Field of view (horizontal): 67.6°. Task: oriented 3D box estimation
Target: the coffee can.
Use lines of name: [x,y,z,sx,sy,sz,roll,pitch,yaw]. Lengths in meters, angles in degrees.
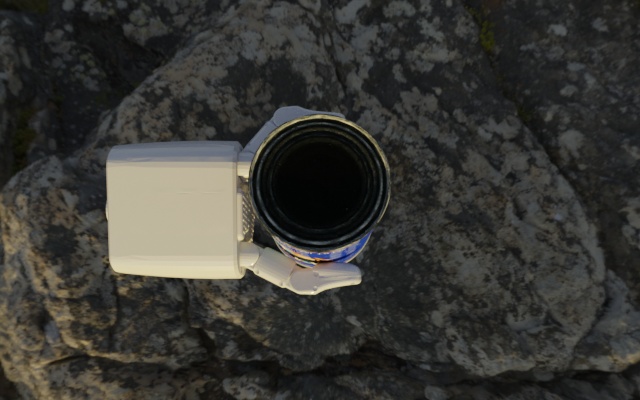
coffee can: [0.000,0.001,0.406,0.103,0.102,0.140,0,-13,1]
